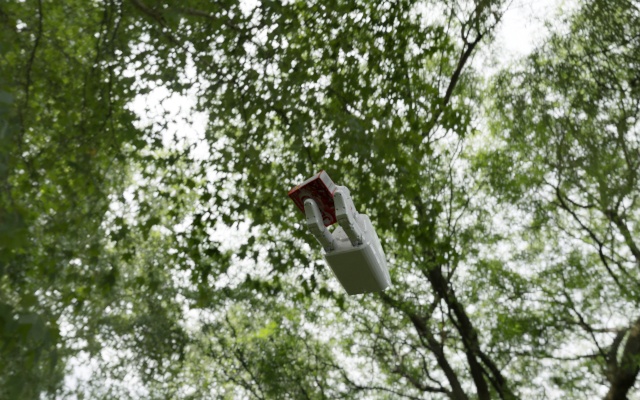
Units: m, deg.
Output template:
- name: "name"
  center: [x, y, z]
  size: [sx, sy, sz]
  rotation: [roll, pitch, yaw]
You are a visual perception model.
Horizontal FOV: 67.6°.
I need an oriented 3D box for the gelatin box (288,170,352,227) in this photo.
- name: "gelatin box"
  center: [0.000, 0.002, 0.824]
  size: [0.073, 0.089, 0.030]
  rotation: [-28, 17, 32]
